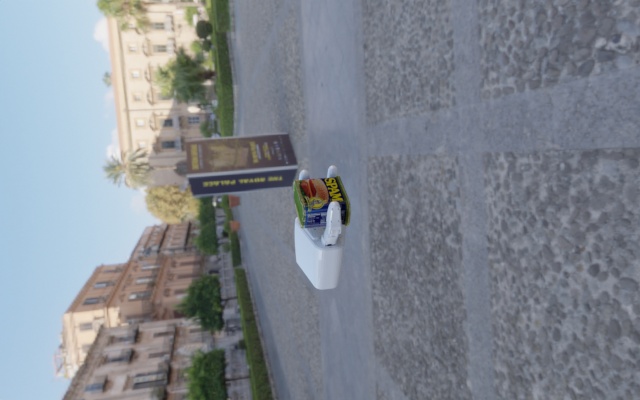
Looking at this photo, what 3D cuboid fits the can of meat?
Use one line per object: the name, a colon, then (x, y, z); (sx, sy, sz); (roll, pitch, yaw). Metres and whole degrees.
can of meat: (0.000, 0.003, 0.847); (0.084, 0.057, 0.102); (-5, 39, -11)
